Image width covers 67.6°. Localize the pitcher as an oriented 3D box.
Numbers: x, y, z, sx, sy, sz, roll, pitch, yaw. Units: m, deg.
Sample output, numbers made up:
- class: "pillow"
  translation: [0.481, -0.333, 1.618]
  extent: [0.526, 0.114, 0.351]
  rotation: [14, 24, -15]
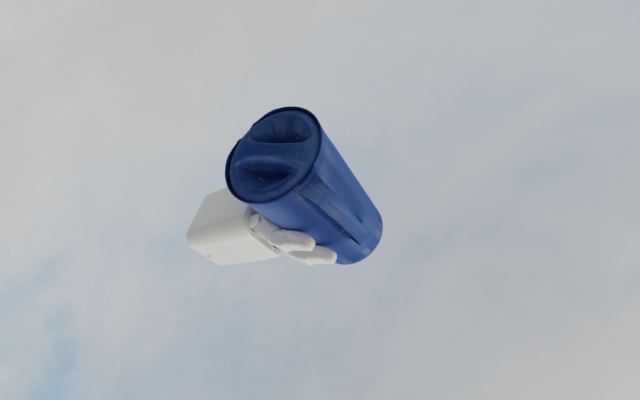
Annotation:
- class: "pitcher"
  translation: [0.000, 0.002, 0.636]
  extent: [0.145, 0.149, 0.243]
  rotation: [-13, -33, 24]
